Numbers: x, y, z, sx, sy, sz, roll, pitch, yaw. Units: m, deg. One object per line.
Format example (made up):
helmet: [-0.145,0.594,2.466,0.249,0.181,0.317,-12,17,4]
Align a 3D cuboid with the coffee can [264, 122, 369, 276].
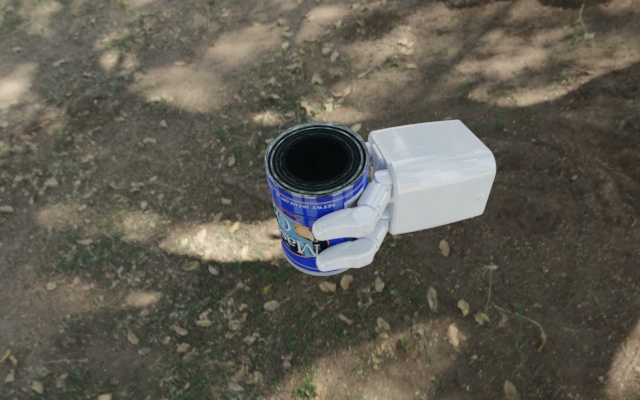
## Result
coffee can: [0.000,0.002,0.517,0.103,0.102,0.140,0,-39,4]
